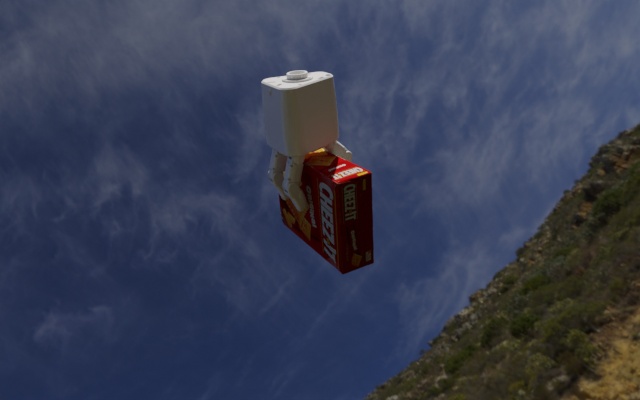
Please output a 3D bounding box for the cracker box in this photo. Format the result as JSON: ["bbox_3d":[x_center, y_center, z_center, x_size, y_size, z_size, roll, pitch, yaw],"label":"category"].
[{"bbox_3d":[0.000,0.003,0.813,0.072,0.164,0.213,-18,29,-25],"label":"cracker box"}]
